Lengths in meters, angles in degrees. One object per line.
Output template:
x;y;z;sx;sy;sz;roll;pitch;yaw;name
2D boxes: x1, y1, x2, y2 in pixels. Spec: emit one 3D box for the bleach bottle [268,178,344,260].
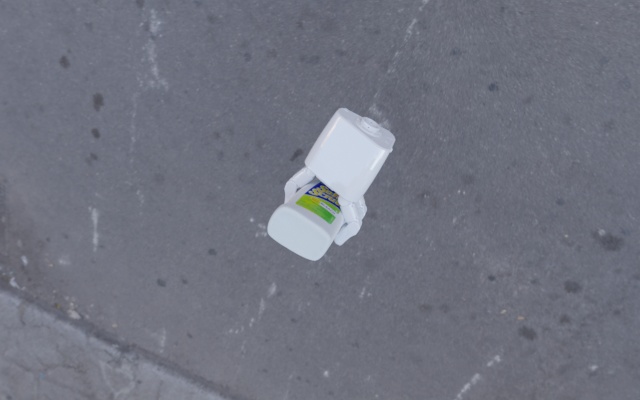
0.000;0.003;0.827;0.102;0.068;0.250;32;29;0;bleach bottle
